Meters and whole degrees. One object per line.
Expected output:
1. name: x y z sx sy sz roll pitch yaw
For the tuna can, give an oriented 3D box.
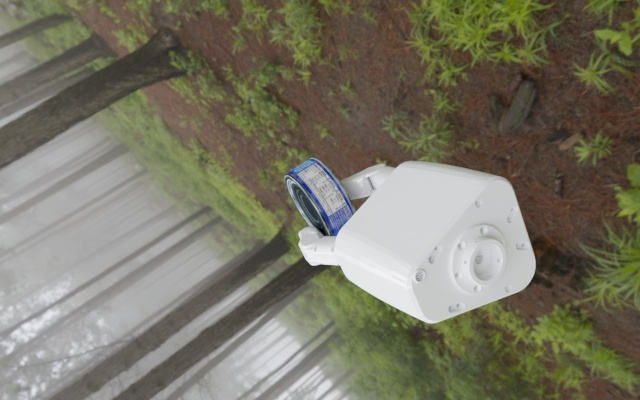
1. tuna can: 0.000 0.002 0.478 0.034 0.086 0.086 -33 8 -13
